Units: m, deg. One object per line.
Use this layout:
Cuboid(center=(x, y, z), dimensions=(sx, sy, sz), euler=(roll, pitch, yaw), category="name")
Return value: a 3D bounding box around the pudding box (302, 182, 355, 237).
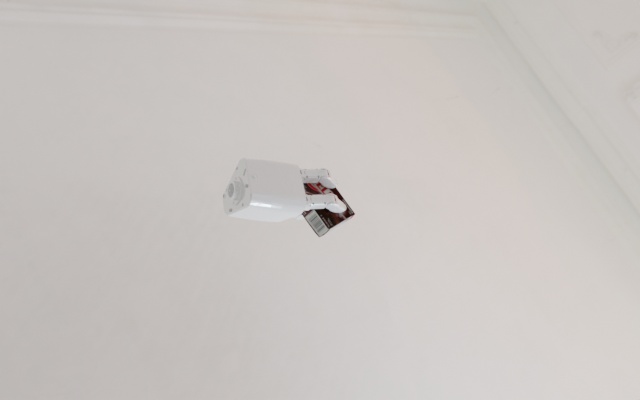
Cuboid(center=(0.000, 0.003, 0.897), dimensions=(0.090, 0.113, 0.039), euler=(-27, -9, -48), category="pudding box")
